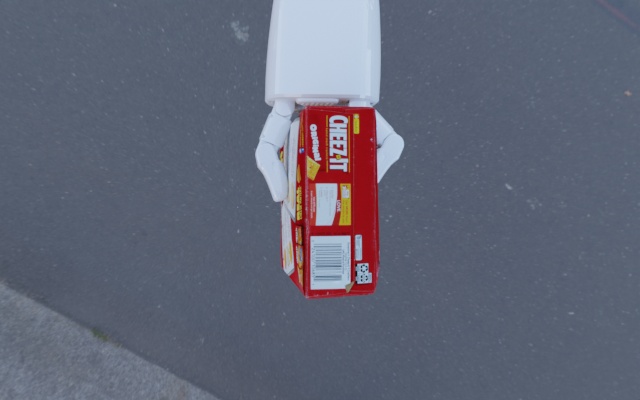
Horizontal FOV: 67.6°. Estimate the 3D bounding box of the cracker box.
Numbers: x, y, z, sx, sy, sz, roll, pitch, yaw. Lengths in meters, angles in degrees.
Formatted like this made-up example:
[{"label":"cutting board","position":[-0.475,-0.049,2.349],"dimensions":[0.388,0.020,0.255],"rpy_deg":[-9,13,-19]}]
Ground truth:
[{"label":"cracker box","position":[0.000,0.002,0.504],"dimensions":[0.072,0.164,0.213],"rpy_deg":[-1,-1,-10]}]
